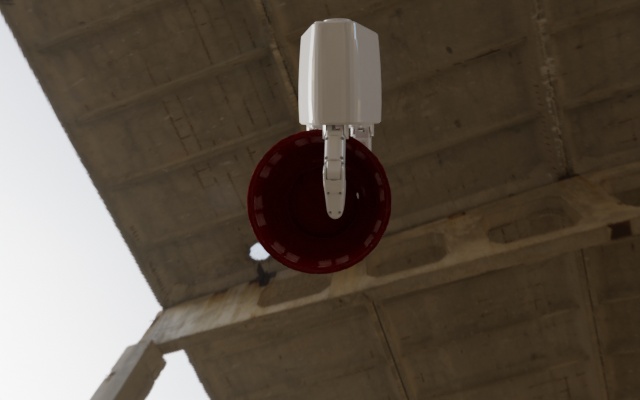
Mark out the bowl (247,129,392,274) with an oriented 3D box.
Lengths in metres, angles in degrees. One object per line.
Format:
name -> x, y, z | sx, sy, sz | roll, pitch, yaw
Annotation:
bowl -> 0.000, 0.003, 0.554 | 0.162, 0.162, 0.055 | 0, -1, 6
